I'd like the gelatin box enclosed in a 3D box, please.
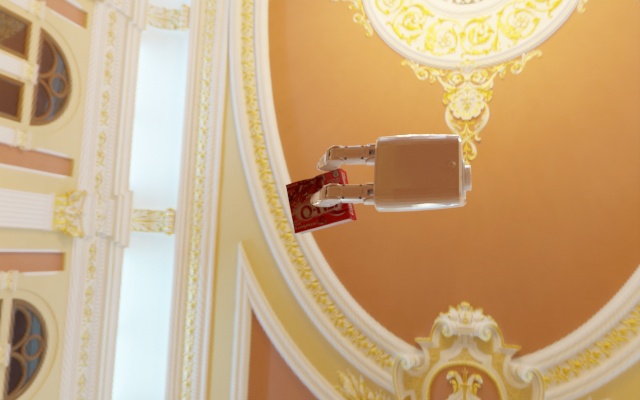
[{"bbox_3d":[0.000,0.002,0.677,0.089,0.073,0.030,-16,-11,20],"label":"gelatin box"}]
